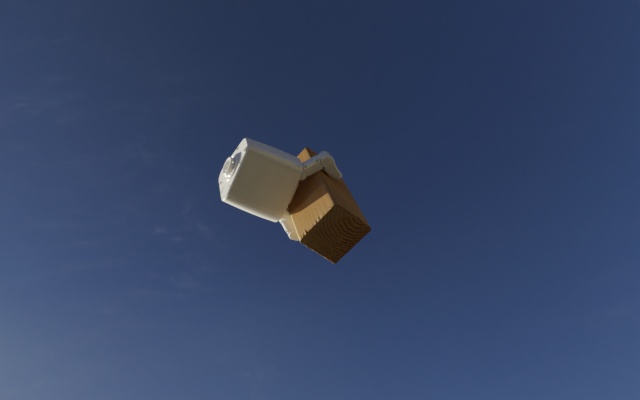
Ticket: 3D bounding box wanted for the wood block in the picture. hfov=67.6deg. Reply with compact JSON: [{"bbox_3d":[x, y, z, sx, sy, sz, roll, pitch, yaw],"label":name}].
[{"bbox_3d":[0.000,0.002,0.855,0.090,0.091,0.206,35,17,-32],"label":"wood block"}]
